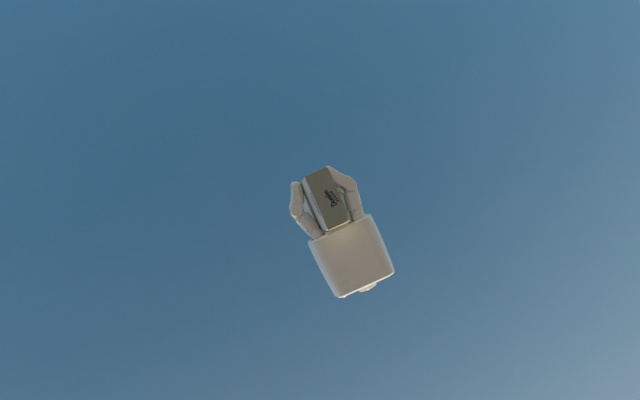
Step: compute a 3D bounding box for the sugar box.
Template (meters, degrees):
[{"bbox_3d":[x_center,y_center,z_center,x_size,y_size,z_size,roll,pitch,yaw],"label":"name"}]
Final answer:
[{"bbox_3d":[0.001,0.003,0.811,0.048,0.093,0.176,-24,0,-11],"label":"sugar box"}]
